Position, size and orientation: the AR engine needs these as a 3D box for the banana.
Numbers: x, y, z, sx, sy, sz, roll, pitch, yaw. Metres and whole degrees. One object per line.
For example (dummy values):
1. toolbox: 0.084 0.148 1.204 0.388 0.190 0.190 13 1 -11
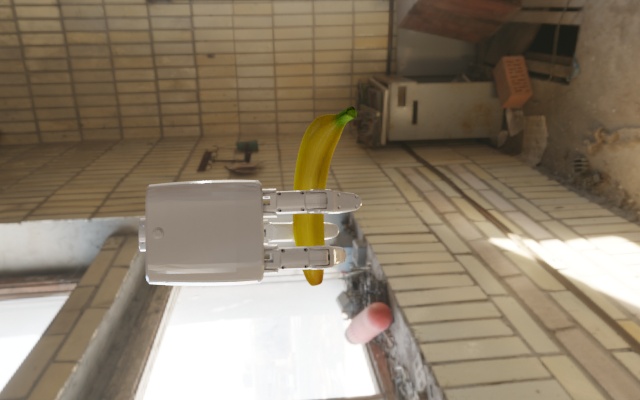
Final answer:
1. banana: -0.006 -0.008 0.516 0.037 0.198 0.069 2 19 -23
